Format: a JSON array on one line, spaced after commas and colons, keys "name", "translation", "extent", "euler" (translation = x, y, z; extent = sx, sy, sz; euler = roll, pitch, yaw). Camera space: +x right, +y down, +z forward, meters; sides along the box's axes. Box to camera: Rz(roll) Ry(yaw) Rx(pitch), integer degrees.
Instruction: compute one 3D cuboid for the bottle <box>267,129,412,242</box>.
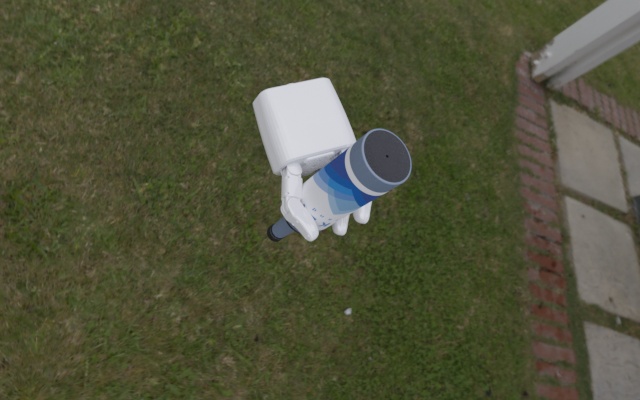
[{"name": "bottle", "translation": [0.000, 0.002, 0.630], "extent": [0.069, 0.069, 0.296], "euler": [0, -20, -31]}]
